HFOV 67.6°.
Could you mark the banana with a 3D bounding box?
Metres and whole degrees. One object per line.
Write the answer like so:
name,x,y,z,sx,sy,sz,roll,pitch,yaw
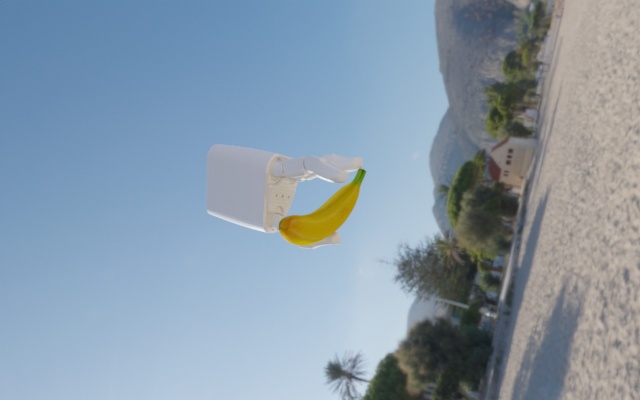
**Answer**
banana,0.001,0.018,0.602,0.037,0.070,0.197,15,28,25
